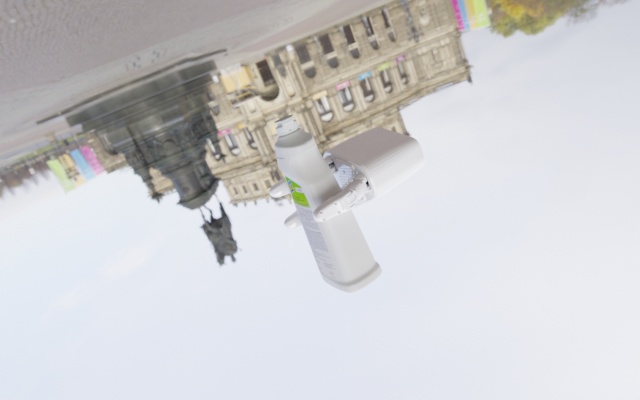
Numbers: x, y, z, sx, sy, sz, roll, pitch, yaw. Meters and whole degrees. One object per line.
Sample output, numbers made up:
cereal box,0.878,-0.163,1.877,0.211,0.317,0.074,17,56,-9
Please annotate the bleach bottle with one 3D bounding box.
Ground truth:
bleach bottle,0.000,0.002,0.667,0.068,0.251,0.102,-30,19,-24
